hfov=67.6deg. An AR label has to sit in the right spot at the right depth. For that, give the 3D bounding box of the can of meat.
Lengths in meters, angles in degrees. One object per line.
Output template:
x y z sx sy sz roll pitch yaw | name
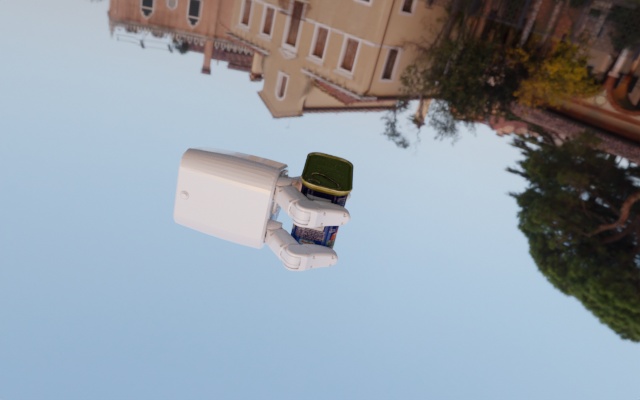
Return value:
0.000 0.002 0.557 0.057 0.084 0.102 14 25 -2 | can of meat
